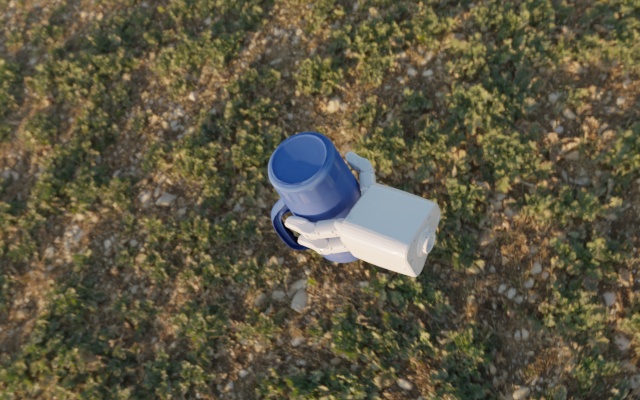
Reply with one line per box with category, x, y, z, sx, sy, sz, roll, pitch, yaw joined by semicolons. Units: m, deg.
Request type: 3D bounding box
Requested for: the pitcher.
pitcher;0.000;0.003;0.791;0.145;0.149;0.243;20;-20;31
